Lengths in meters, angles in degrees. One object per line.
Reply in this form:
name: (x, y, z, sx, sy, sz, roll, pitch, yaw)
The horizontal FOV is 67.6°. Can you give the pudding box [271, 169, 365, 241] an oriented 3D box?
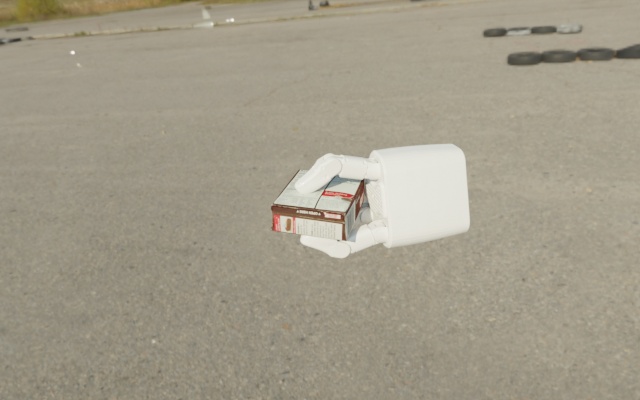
pudding box: (0.000, 0.002, 0.576, 0.090, 0.039, 0.113, 6, 25, 14)
